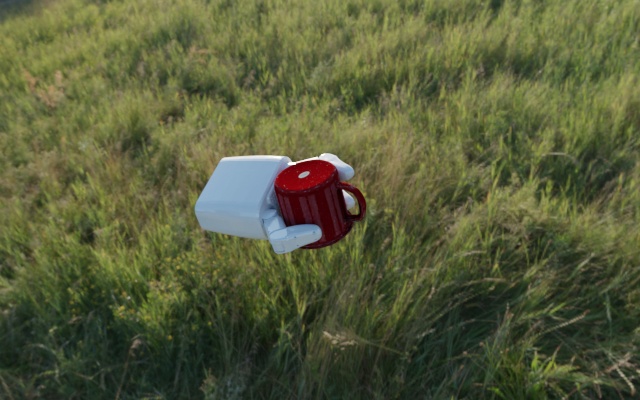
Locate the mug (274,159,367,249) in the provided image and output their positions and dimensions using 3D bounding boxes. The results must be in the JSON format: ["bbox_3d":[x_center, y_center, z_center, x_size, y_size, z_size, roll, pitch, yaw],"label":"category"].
[{"bbox_3d":[0.001,0.002,0.598,0.117,0.081,0.093,3,36,26],"label":"mug"}]
